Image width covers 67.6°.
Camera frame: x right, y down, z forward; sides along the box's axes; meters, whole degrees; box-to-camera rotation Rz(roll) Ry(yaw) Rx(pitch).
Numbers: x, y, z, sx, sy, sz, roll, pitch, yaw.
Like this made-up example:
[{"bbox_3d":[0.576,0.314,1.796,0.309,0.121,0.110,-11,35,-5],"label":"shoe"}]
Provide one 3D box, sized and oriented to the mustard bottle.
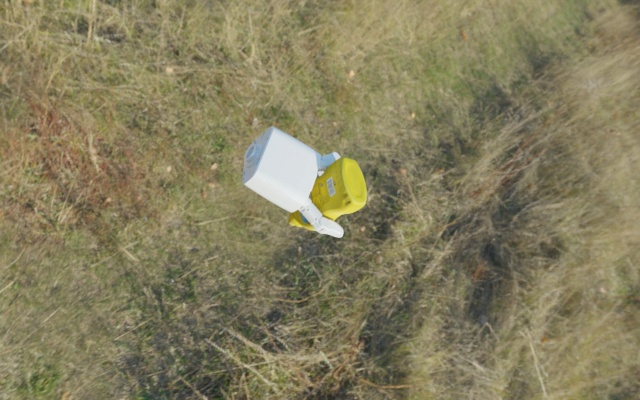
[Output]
[{"bbox_3d":[0.001,0.003,0.891,0.058,0.096,0.192,6,-28,-41],"label":"mustard bottle"}]
